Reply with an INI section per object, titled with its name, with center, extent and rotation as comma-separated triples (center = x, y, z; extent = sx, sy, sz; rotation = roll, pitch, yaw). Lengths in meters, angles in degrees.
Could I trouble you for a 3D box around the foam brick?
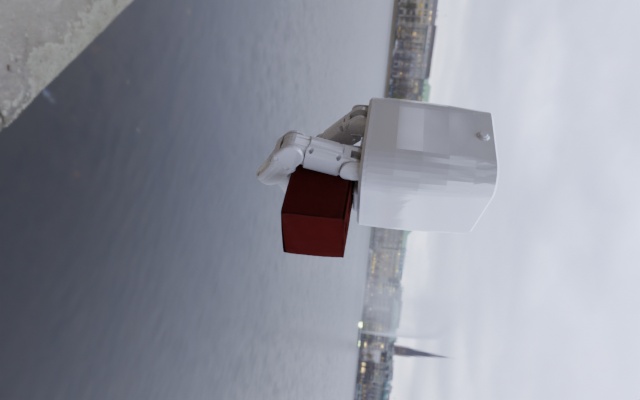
[foam brick]
center = 0.000, 0.002, 0.402
extent = 0.051, 0.078, 0.053
rotation = 7, -41, 6
